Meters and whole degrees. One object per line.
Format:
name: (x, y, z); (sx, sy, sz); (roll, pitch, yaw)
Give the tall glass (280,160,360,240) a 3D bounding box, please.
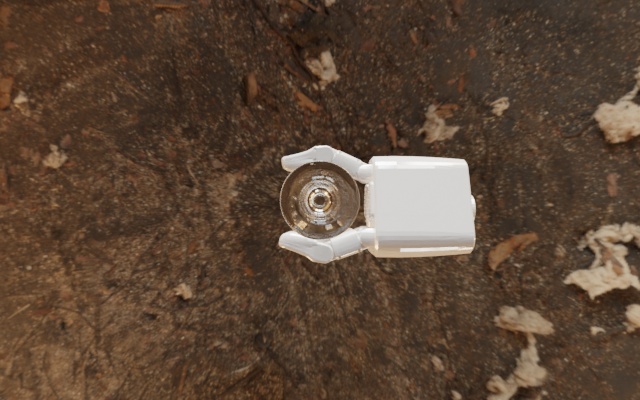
tall glass: (0.000, 0.002, 0.540); (0.079, 0.079, 0.201); (0, -1, 0)
